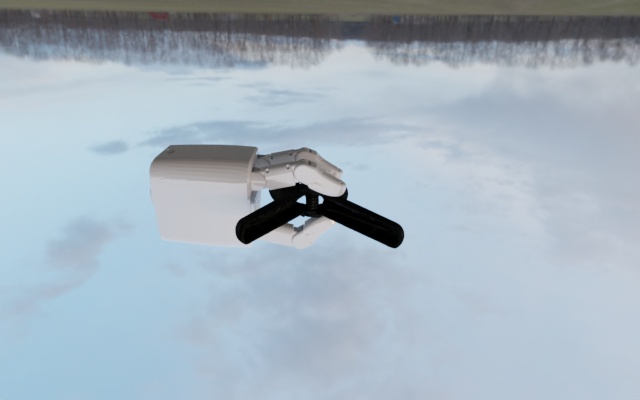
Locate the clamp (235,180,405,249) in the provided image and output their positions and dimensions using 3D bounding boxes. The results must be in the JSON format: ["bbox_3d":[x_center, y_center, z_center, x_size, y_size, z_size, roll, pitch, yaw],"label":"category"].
[{"bbox_3d":[0.000,0.002,0.541,0.164,0.036,0.210,6,21,-3],"label":"clamp"}]
